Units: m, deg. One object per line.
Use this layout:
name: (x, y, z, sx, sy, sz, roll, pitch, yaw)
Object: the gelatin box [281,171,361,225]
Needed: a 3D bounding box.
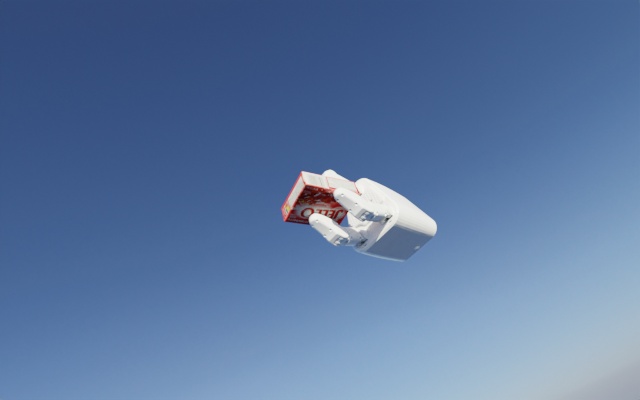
gelatin box: (0.000, 0.002, 0.669, 0.089, 0.030, 0.073, 10, -50, -28)
